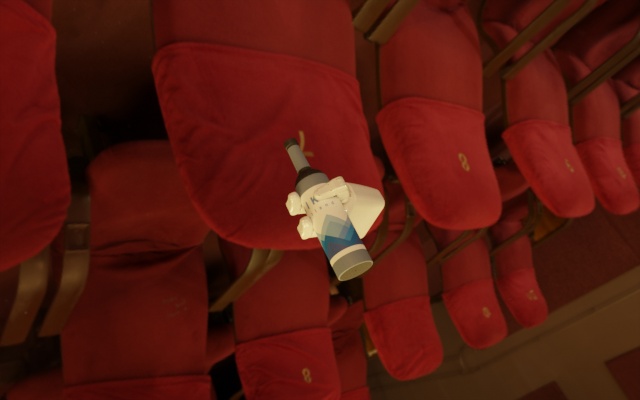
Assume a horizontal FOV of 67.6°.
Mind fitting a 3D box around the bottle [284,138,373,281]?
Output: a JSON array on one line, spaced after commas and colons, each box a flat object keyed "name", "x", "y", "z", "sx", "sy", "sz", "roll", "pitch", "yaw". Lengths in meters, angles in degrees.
[{"name": "bottle", "x": 0.000, "y": 0.003, "z": 0.882, "sx": 0.069, "sy": 0.295, "sz": 0.069, "roll": -22, "pitch": -26, "yaw": -11}]
